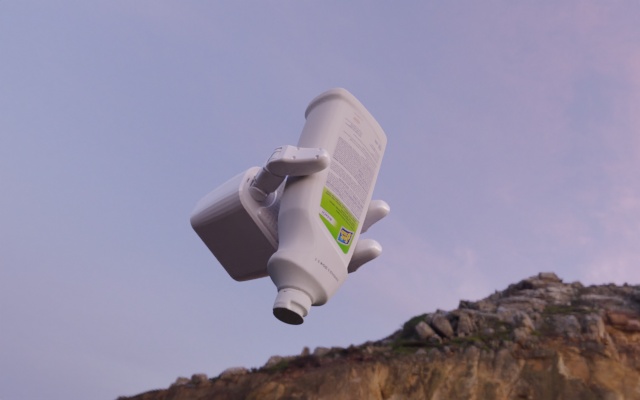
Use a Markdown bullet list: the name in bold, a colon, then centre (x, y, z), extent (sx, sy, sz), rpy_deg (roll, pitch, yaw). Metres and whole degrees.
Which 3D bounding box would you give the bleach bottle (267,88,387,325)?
- **bleach bottle**: centre (0.000, 0.002, 0.478), extent (0.068, 0.250, 0.102), rpy_deg (-24, -56, 41)
